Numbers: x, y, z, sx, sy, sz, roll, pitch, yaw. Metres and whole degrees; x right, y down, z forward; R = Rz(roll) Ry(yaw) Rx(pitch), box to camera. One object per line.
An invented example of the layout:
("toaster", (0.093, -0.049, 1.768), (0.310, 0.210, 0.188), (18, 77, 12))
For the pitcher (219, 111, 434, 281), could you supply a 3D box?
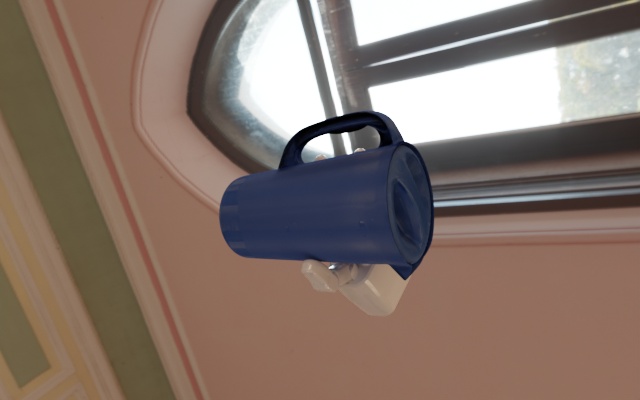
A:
("pitcher", (0.000, 0.002, 0.563), (0.243, 0.149, 0.145), (-5, -36, 32))
